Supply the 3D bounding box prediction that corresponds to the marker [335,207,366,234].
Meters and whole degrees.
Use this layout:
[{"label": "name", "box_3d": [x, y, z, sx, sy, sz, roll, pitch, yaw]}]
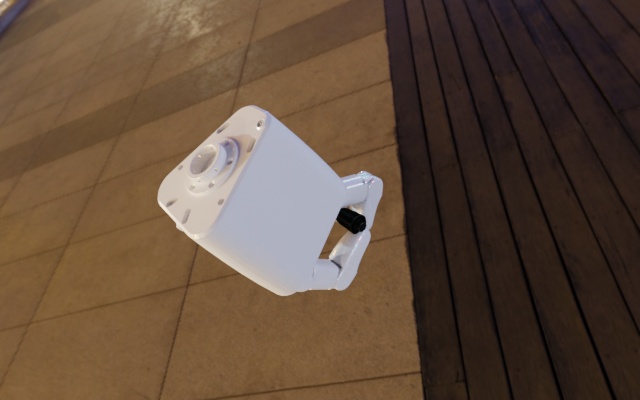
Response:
[{"label": "marker", "box_3d": [0.000, 0.002, 0.456, 0.020, 0.020, 0.121, 0, 21, -40]}]
